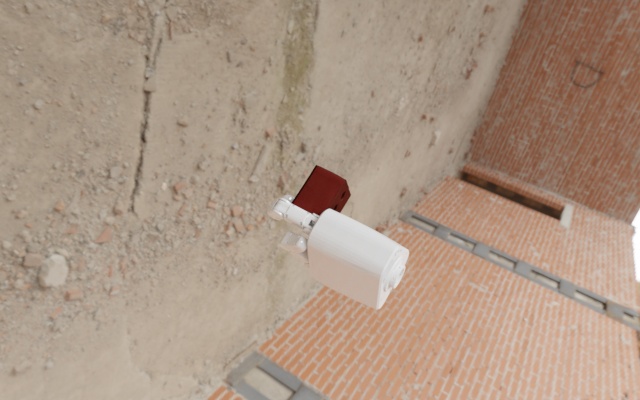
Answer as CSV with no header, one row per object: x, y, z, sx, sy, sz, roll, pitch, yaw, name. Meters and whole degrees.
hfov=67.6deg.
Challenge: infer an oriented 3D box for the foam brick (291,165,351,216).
0.000,0.002,0.664,0.051,0.078,0.053,25,-18,22,foam brick
